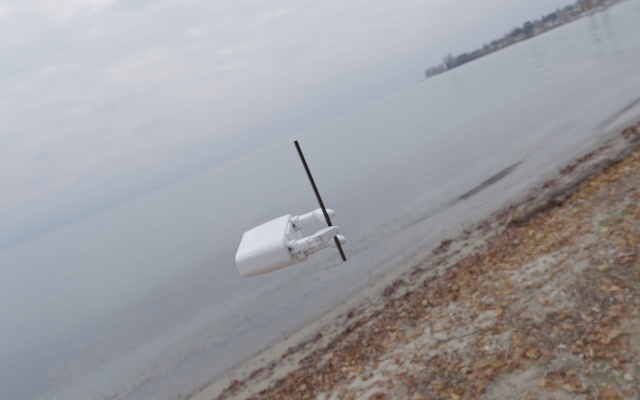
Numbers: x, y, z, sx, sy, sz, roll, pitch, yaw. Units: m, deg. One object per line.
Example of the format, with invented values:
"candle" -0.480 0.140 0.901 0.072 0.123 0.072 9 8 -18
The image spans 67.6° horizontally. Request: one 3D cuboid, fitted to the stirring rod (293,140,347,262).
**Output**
"stirring rod" 0.000 0.003 0.874 0.011 0.239 0.011 -22 9 4
